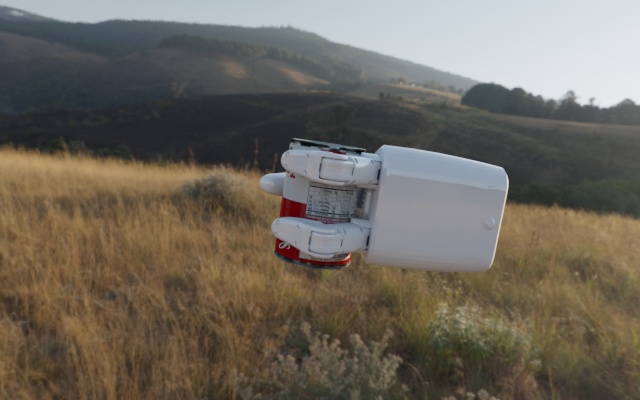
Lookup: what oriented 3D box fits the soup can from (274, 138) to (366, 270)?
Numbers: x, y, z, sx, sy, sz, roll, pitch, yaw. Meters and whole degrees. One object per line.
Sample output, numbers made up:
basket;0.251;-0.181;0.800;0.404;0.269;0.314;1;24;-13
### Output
soup can;0.000;0.001;0.415;0.068;0.102;0.068;8;8;-1
